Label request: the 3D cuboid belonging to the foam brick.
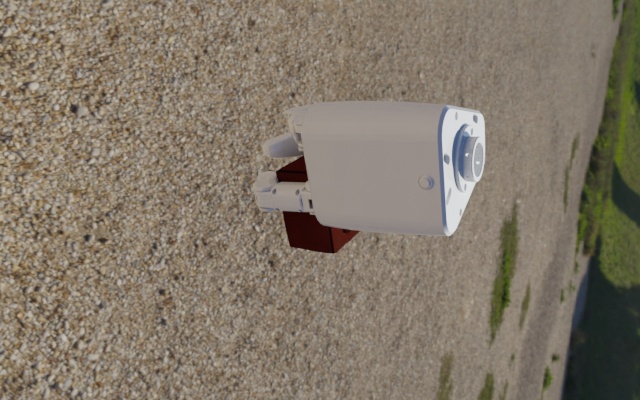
[{"bbox_3d":[0.000,0.002,0.435,0.051,0.078,0.053,6,26,33],"label":"foam brick"}]
